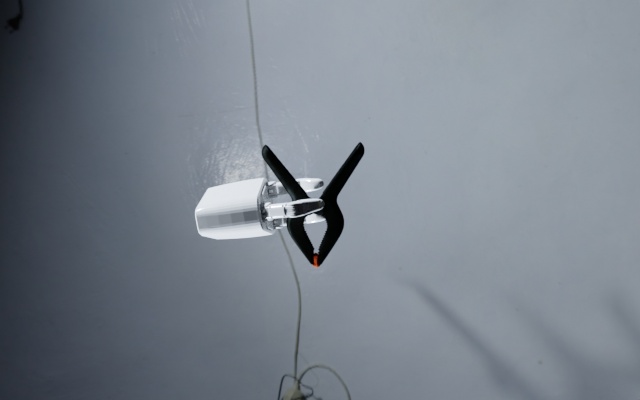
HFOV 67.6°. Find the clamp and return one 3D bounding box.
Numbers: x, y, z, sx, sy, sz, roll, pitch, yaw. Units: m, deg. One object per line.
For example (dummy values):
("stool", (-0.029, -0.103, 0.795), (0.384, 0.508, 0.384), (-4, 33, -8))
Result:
("clamp", (0.000, 0.003, 0.778), (0.164, 0.210, 0.036), (-8, 9, 5))
